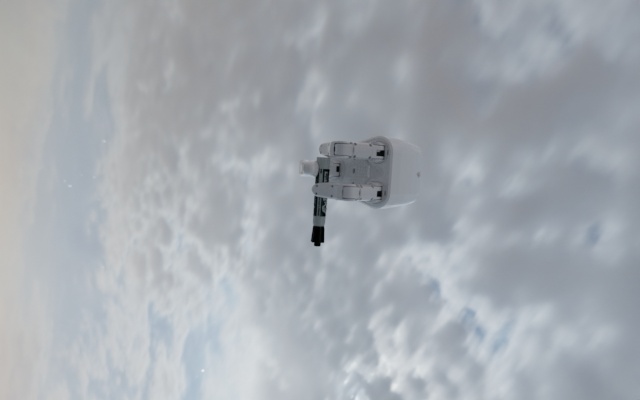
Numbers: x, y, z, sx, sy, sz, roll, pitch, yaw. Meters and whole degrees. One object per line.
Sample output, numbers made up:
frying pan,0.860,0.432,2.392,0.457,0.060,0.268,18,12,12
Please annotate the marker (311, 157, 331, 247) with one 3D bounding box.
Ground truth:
marker,0.000,0.002,0.644,0.020,0.121,0.020,4,5,0
